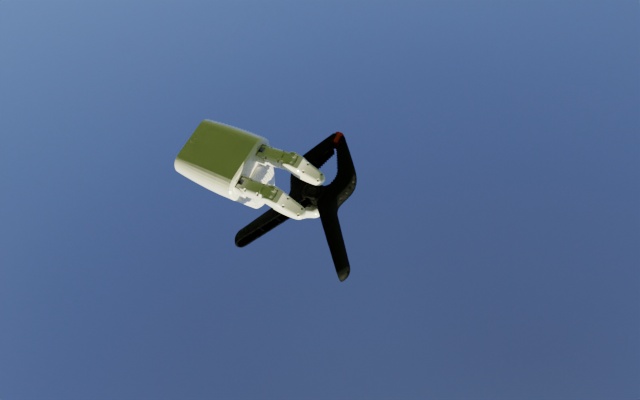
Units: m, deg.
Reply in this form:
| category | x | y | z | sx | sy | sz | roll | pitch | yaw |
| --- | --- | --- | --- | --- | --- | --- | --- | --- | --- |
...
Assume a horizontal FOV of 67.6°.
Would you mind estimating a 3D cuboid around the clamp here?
| category | x | y | z | sx | sy | sz | roll | pitch | yaw |
| --- | --- | --- | --- | --- | --- | --- | --- | --- | --- |
| clamp | 0.000 | 0.002 | 0.652 | 0.164 | 0.210 | 0.036 | 23 | -19 | 20 |
